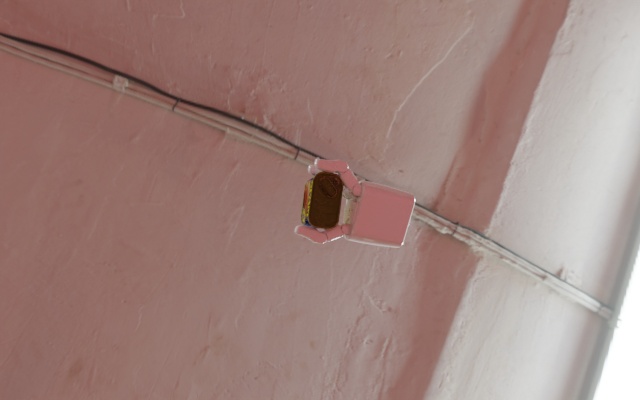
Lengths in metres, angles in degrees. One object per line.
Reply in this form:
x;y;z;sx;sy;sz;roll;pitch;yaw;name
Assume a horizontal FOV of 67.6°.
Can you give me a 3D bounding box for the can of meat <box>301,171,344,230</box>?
0.000;0.003;0.887;0.057;0.102;0.084;9;-6;-13;can of meat
